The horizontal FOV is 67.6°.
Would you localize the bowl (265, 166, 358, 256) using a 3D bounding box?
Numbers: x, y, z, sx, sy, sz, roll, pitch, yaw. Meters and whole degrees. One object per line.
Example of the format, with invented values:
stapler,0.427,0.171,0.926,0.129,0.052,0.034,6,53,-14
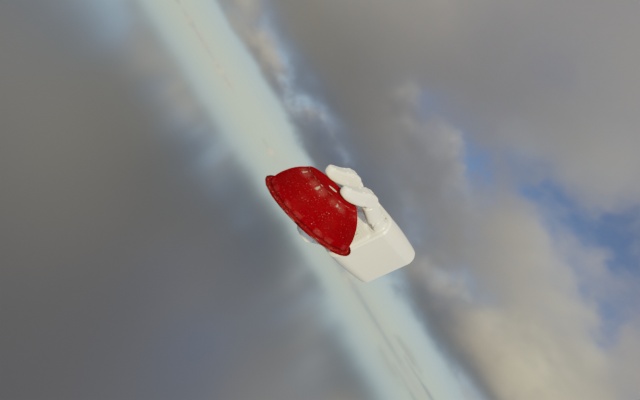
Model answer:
bowl,0.000,0.002,0.670,0.162,0.055,0.162,41,12,-11
